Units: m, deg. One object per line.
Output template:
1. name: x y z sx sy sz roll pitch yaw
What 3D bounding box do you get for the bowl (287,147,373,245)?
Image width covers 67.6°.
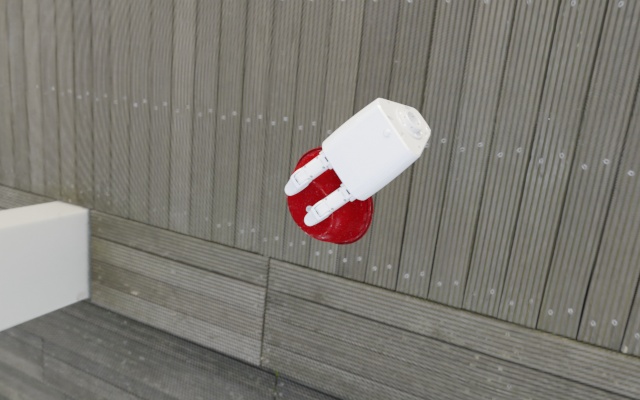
1. bowl: -0.001 0.003 0.737 0.162 0.162 0.055 0 19 43
